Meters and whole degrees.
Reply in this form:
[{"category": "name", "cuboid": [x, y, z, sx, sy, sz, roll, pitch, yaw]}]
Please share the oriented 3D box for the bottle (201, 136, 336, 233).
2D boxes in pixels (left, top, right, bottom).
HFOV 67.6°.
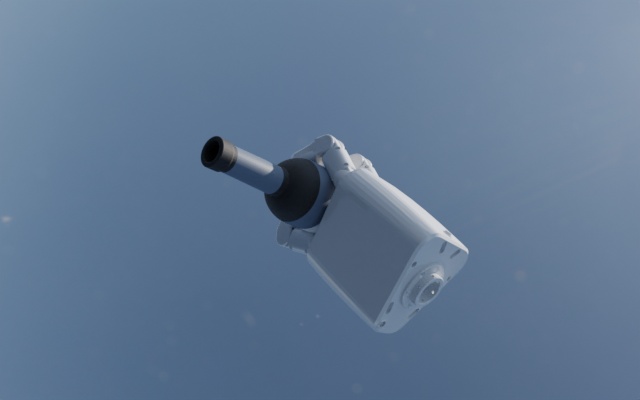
[{"category": "bottle", "cuboid": [0.000, 0.002, 0.496, 0.069, 0.069, 0.296, 0, -16, 39]}]
